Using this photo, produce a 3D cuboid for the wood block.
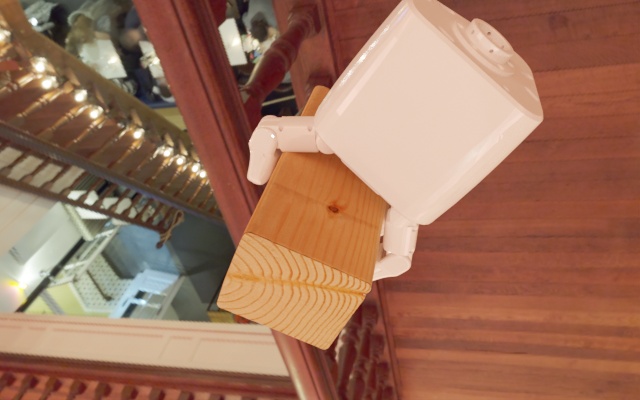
[{"bbox_3d":[0.000,0.001,0.401,0.091,0.090,0.206,24,41,-4],"label":"wood block"}]
